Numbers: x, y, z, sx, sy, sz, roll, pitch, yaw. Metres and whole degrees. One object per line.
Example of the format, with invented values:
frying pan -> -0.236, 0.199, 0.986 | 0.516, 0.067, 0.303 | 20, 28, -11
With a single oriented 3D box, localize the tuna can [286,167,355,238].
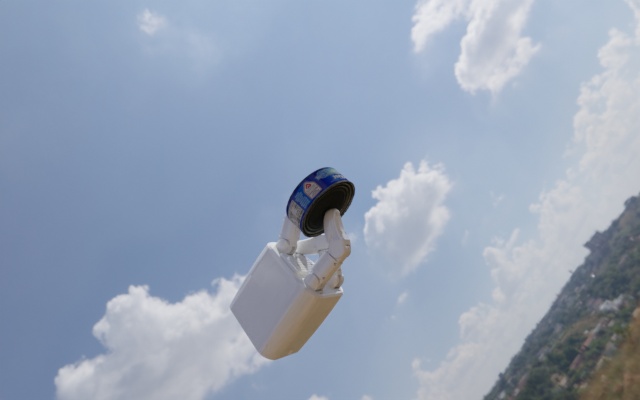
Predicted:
tuna can -> 0.000, 0.002, 0.582 | 0.033, 0.086, 0.086 | 42, 22, 27
